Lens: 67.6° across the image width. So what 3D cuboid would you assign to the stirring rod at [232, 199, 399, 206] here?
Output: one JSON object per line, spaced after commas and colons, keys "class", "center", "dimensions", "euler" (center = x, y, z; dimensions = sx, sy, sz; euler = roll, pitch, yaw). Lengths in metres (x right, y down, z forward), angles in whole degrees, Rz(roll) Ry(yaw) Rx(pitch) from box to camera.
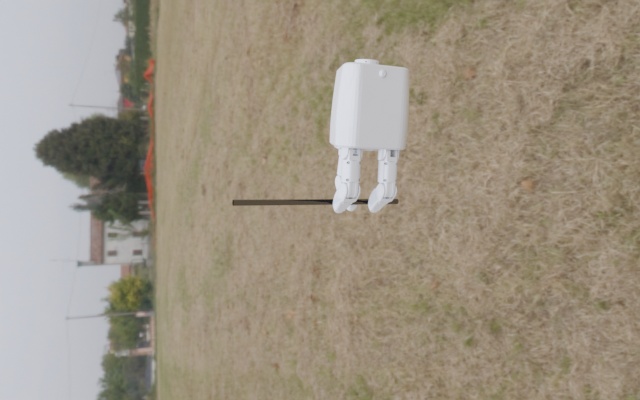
{"class": "stirring rod", "center": [0.000, 0.002, 0.654], "dimensions": [0.239, 0.011, 0.011], "euler": [0, 0, -21]}
